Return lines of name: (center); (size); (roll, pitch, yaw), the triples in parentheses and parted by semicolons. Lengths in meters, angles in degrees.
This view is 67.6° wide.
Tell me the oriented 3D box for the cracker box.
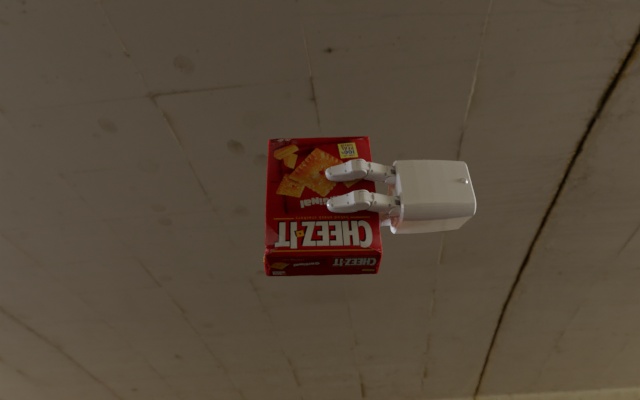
cracker box: (0.000, 0.002, 0.721); (0.164, 0.213, 0.072); (-1, -34, -2)
